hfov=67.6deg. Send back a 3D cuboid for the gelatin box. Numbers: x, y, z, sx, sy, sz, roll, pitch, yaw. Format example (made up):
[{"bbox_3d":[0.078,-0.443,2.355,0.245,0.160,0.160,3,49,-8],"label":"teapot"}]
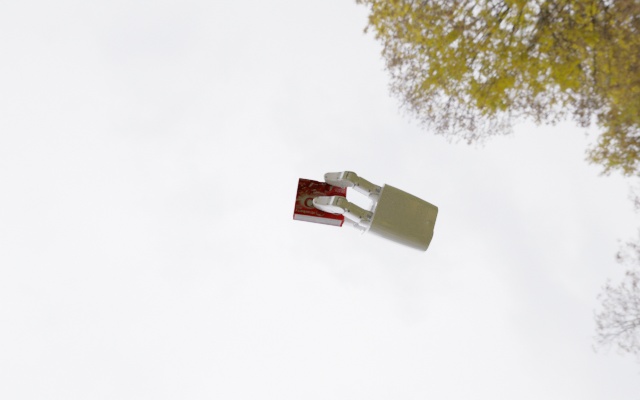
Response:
[{"bbox_3d":[0.000,0.003,0.830,0.089,0.073,0.030,8,-29,-2],"label":"gelatin box"}]
